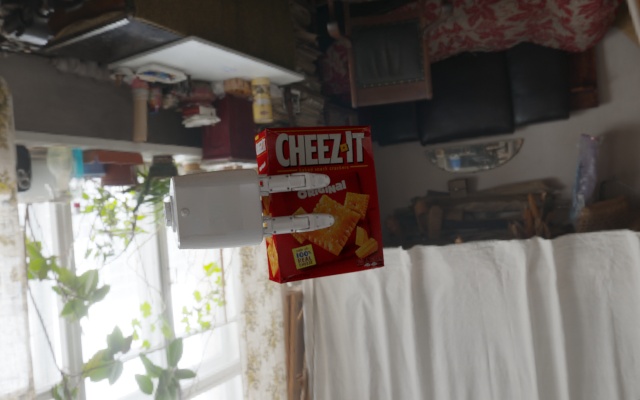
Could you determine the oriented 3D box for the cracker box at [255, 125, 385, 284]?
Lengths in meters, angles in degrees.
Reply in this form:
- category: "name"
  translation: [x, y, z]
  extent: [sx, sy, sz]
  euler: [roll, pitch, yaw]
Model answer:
- category: "cracker box"
  translation: [0.000, 0.002, 0.693]
  extent: [0.164, 0.213, 0.072]
  euler: [-5, -1, -21]
